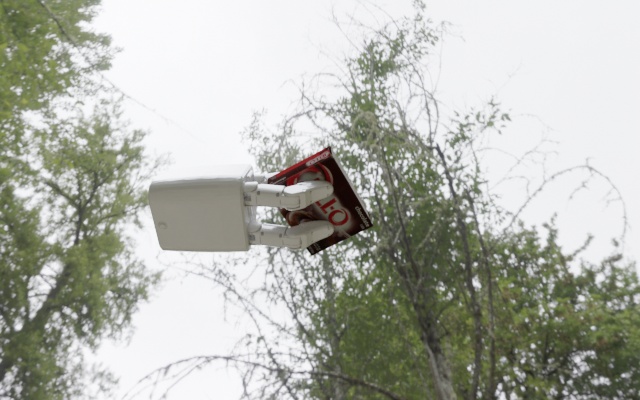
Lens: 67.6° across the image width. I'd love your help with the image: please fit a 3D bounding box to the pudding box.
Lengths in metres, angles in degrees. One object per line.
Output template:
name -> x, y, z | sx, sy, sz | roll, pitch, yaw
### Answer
pudding box -> 0.000, 0.002, 0.586 | 0.090, 0.113, 0.039 | -27, 29, 13
